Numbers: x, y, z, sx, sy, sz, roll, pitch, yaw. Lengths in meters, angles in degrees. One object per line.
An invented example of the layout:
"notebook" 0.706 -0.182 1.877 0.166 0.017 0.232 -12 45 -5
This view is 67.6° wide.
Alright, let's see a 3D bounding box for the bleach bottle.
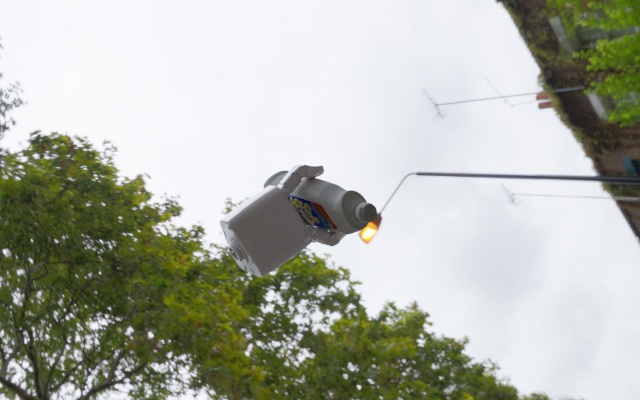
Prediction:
"bleach bottle" 0.000 0.003 0.814 0.068 0.103 0.251 -37 23 -26
